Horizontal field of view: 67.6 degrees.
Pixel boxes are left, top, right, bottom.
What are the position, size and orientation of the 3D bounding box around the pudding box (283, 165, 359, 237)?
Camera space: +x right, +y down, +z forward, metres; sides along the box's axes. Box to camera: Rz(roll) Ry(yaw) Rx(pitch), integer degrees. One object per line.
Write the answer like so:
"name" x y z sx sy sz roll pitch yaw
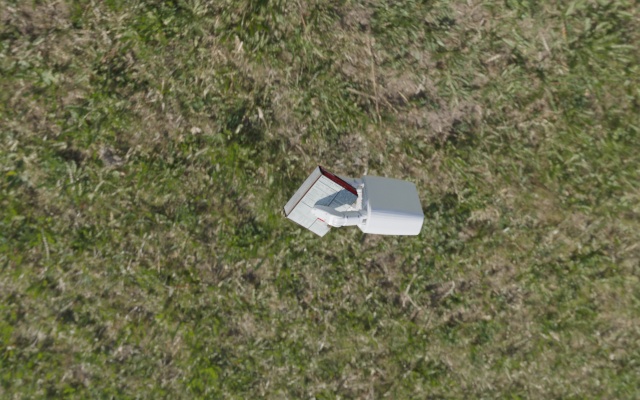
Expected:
"pudding box" 0.000 0.003 0.873 0.090 0.113 0.039 31 20 -26
